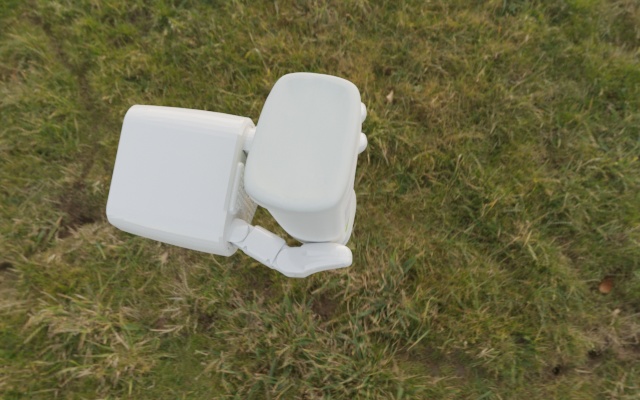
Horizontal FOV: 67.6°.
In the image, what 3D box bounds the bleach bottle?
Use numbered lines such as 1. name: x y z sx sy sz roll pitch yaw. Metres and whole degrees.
1. bleach bottle: 0.000 0.001 0.417 0.068 0.102 0.251 10 -19 8
